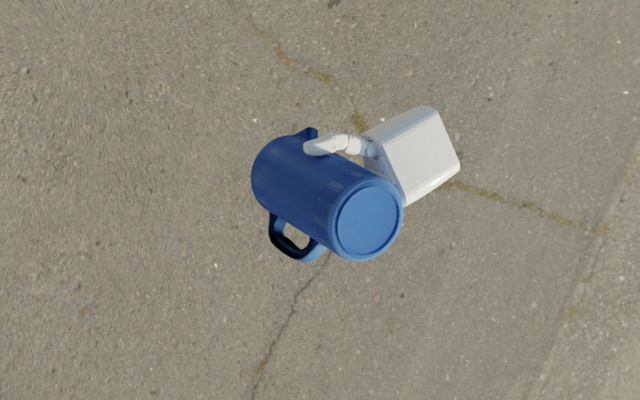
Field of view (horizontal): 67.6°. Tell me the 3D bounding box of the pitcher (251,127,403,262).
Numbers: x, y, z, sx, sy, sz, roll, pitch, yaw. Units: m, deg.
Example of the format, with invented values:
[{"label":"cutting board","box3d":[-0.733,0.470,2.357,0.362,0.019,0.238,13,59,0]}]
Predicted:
[{"label":"pitcher","box3d":[0.000,0.002,0.666,0.145,0.149,0.242,-29,27,-17]}]
